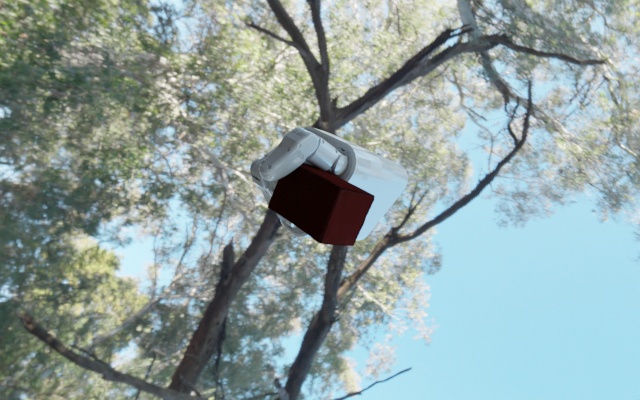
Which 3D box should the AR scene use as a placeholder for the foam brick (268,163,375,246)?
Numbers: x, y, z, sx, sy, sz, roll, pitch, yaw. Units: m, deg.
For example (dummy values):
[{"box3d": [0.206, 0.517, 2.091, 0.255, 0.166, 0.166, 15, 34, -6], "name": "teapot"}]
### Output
[{"box3d": [0.000, 0.002, 0.440, 0.051, 0.053, 0.078, 12, 15, -47], "name": "foam brick"}]
